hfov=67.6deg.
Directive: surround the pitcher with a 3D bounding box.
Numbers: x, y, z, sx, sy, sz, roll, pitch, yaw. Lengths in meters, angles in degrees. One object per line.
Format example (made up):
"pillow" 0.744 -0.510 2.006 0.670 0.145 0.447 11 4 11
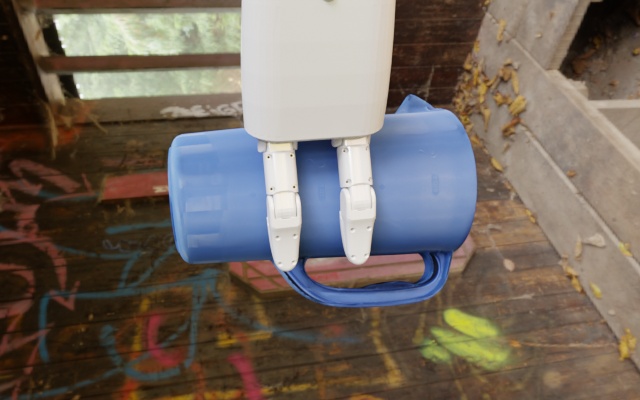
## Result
"pitcher" 0.000 0.001 0.416 0.243 0.145 0.149 -5 37 -11
